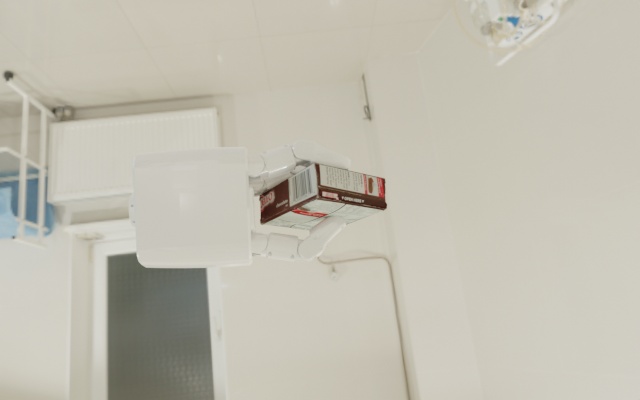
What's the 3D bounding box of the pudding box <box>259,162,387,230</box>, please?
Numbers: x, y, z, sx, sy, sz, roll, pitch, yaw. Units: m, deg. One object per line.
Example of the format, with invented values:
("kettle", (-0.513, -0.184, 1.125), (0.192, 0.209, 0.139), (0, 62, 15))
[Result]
("pudding box", (0.000, 0.002, 0.504), (0.090, 0.039, 0.113), (9, -19, -34))
